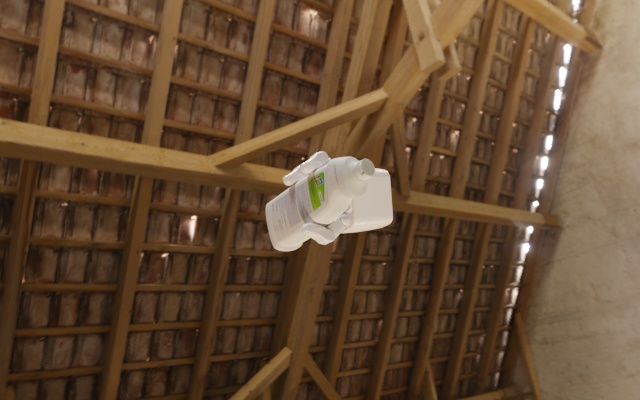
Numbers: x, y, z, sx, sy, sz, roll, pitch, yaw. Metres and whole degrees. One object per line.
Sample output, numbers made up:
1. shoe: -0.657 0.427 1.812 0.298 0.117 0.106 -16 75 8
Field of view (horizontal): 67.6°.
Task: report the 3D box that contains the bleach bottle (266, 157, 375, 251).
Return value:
1. bleach bottle: 0.000 0.003 0.809 0.068 0.102 0.251 -1 -20 -40
